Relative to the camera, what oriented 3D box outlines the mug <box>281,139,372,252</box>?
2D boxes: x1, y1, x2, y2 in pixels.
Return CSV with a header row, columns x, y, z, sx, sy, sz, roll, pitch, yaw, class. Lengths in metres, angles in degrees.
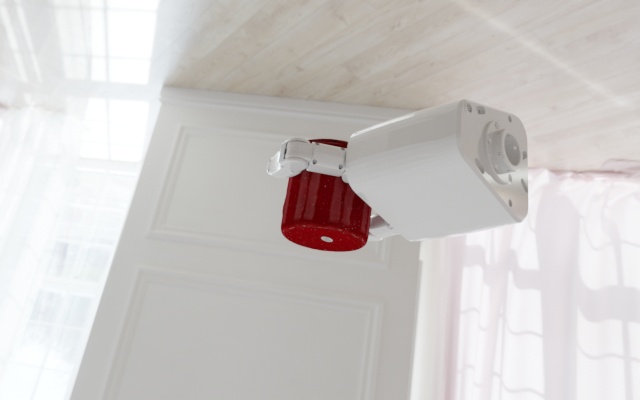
x,y,z,sx,sy,sz,roll,pitch,yaw,class
-0.001,0.002,0.461,0.093,0.081,0.117,24,-26,-36,mug
